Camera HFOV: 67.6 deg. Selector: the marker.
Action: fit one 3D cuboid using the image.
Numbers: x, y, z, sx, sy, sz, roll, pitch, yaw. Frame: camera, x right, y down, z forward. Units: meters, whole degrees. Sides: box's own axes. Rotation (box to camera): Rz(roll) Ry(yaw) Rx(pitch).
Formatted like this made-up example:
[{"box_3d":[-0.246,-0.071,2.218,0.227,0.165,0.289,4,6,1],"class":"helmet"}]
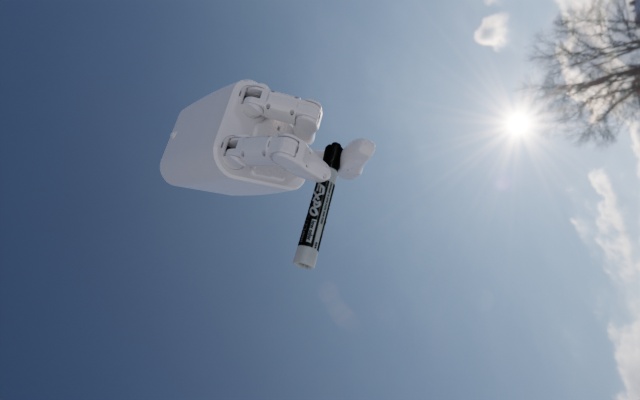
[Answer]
[{"box_3d":[0.000,0.001,0.425,0.020,0.121,0.020,13,-22,5],"class":"marker"}]
